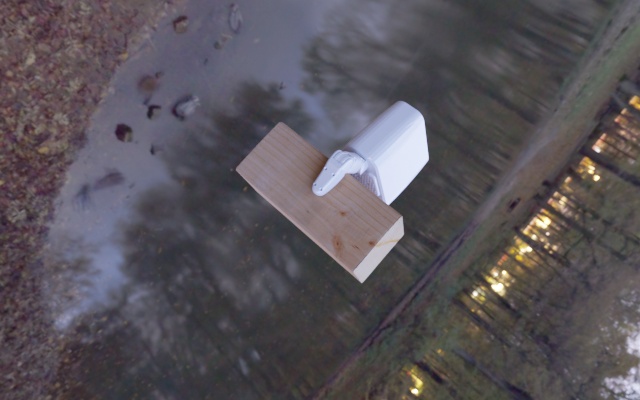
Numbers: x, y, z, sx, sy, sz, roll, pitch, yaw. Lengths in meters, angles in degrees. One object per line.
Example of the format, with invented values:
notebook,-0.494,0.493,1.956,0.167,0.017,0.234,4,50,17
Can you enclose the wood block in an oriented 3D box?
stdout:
wood block,0.000,0.002,0.628,0.206,0.090,0.091,39,-7,20
